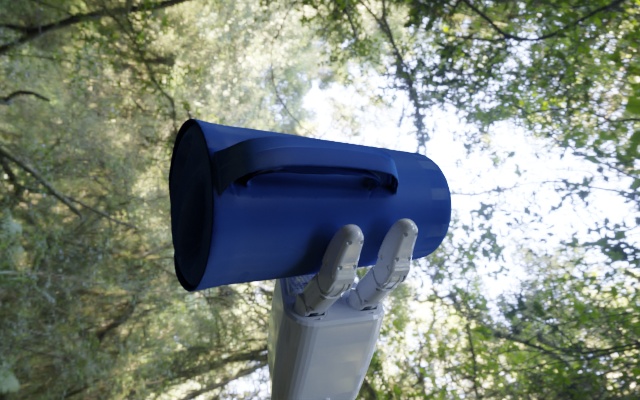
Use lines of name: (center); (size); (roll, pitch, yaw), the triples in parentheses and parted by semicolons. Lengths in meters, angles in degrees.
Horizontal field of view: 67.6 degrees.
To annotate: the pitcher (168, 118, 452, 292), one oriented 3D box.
pitcher: (0.000, 0.002, 0.417); (0.243, 0.145, 0.149); (0, 24, -30)
